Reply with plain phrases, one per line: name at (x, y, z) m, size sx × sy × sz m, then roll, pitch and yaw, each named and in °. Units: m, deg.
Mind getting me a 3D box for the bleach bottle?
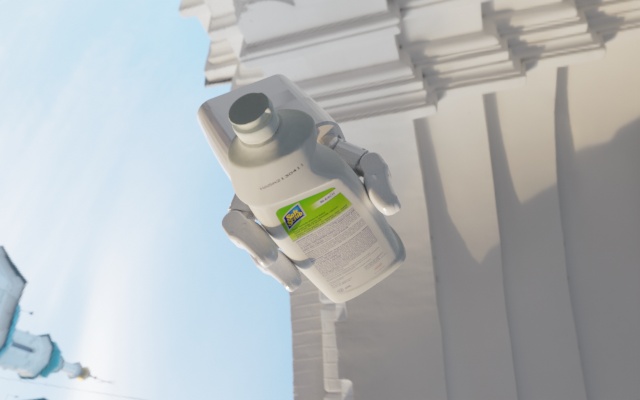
bleach bottle at (0.000, 0.001, 0.407) m, size 0.102 × 0.068 × 0.251 m, roll -35°, pitch -38°, yaw -3°
